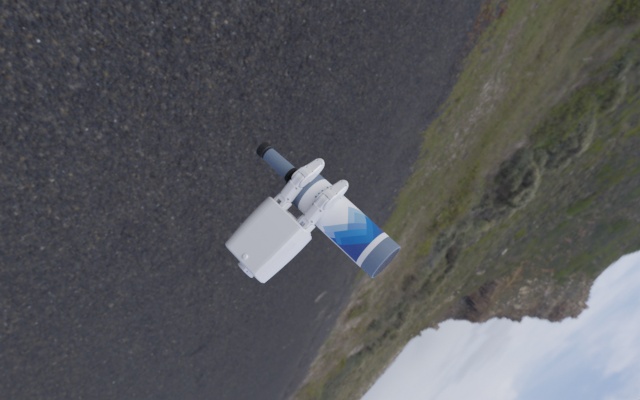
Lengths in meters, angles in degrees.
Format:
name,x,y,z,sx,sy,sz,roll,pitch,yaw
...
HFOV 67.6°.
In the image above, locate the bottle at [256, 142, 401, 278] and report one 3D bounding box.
name,x,y,z,sx,sy,sz,roll,pitch,yaw
bottle,0.000,0.003,0.791,0.295,0.069,0.069,43,16,18
